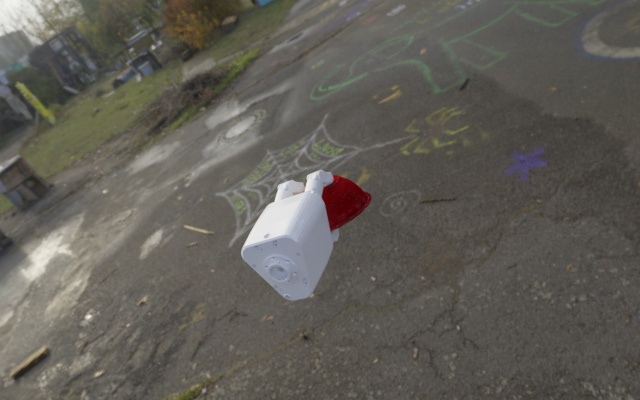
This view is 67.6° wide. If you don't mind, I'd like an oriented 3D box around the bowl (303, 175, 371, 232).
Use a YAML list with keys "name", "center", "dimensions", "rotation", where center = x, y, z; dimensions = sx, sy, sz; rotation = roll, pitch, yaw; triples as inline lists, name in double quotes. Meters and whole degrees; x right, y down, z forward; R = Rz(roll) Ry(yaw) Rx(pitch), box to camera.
- name: "bowl"
  center: [0.000, 0.002, 0.793]
  dimensions: [0.162, 0.055, 0.162]
  rotation: [-23, 15, 7]
